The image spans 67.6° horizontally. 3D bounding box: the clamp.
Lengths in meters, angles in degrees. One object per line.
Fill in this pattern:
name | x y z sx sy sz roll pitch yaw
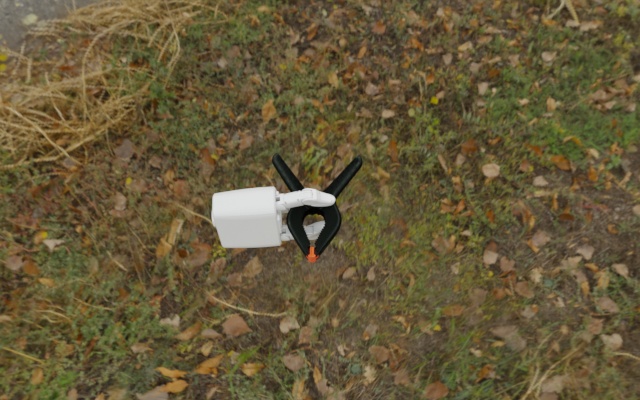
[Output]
clamp | 0.000 0.003 0.834 0.164 0.210 0.036 -5 -26 0
